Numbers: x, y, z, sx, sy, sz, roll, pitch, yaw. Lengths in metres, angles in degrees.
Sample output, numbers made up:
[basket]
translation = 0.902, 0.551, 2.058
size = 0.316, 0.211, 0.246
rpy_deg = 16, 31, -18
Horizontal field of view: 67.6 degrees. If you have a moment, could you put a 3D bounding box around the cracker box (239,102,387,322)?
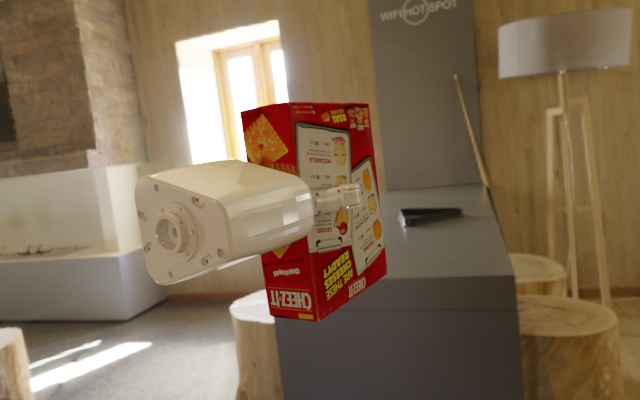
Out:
[cracker box]
translation = 0.000, 0.002, 0.531
size = 0.072, 0.214, 0.164
rpy_deg = -2, 8, 33
